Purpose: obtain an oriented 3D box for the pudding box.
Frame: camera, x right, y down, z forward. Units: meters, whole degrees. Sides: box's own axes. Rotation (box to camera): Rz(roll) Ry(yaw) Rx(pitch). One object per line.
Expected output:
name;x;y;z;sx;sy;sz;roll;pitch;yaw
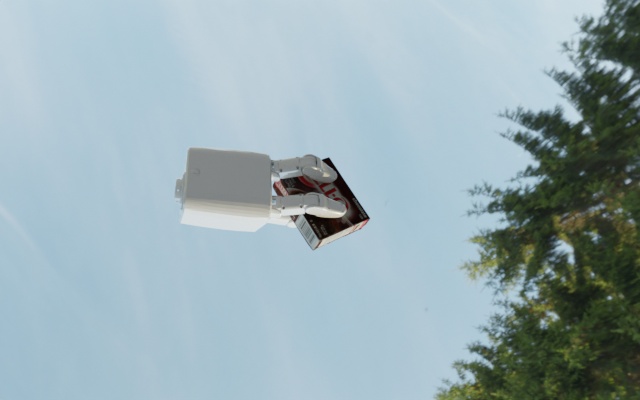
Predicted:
pudding box;0.000;0.002;0.658;0.090;0.113;0.039;-22;-19;-31
